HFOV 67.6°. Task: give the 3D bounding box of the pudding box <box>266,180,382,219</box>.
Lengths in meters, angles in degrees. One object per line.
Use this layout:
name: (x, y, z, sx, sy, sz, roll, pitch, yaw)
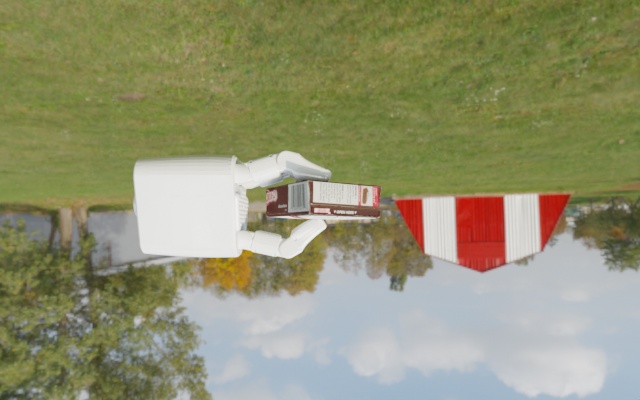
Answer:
pudding box: (0.000, 0.002, 0.536, 0.090, 0.039, 0.113, 3, -3, -29)
